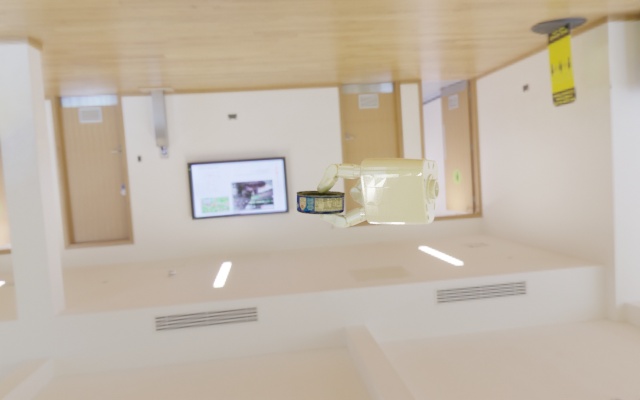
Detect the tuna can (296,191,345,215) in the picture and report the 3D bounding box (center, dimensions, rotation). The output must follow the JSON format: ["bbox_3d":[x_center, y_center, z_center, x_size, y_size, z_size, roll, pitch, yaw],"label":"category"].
[{"bbox_3d":[0.000,0.003,0.842,0.086,0.034,0.086,1,7,0],"label":"tuna can"}]
